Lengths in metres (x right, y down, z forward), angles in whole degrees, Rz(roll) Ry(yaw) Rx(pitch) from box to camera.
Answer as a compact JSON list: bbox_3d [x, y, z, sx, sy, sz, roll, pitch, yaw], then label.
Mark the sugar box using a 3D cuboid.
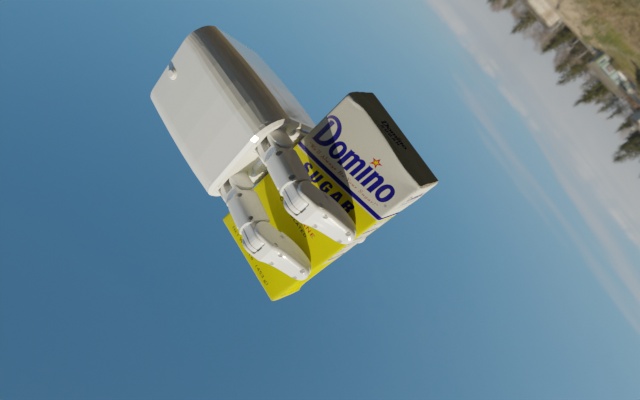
[{"bbox_3d":[0.000,0.001,0.402,0.176,0.093,0.048,-43,-15,32],"label":"sugar box"}]
